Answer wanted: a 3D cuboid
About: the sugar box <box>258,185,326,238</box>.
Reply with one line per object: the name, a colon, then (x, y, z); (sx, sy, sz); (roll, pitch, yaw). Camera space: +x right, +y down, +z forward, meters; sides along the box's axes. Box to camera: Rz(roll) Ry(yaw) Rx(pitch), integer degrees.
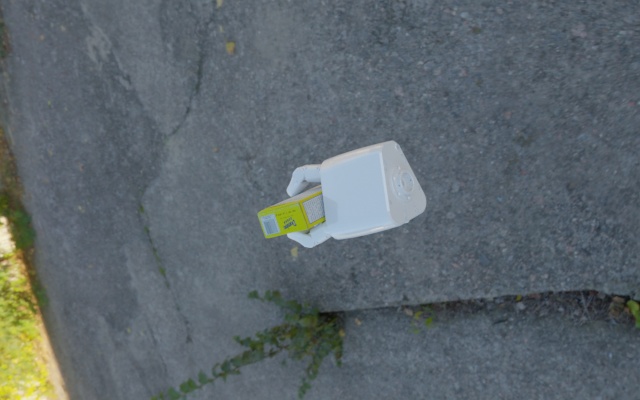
sugar box: (0.000, 0.003, 0.717); (0.093, 0.048, 0.176); (-14, 6, 44)
